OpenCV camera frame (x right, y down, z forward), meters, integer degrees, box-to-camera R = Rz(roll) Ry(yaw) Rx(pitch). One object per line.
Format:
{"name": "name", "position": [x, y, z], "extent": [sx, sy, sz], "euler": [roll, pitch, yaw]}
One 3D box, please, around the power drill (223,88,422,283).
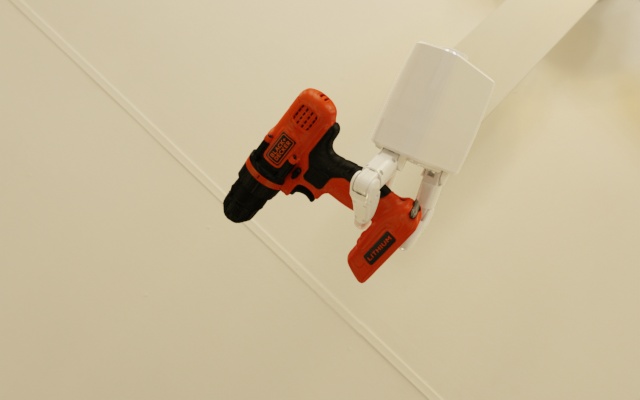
{"name": "power drill", "position": [0.001, 0.002, 0.523], "extent": [0.187, 0.184, 0.057], "euler": [40, 26, -1]}
